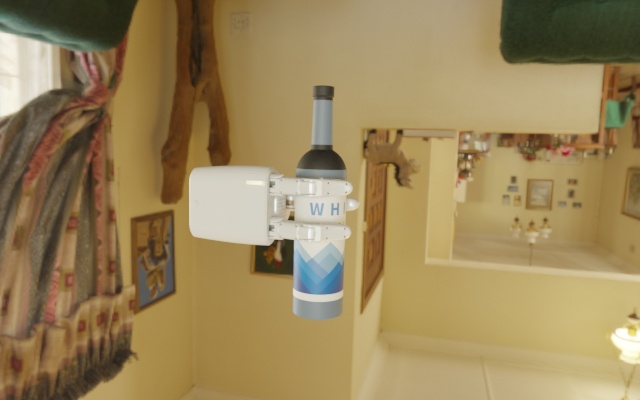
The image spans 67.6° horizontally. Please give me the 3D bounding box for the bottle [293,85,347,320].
[{"bbox_3d":[0.000,0.002,0.621,0.069,0.296,0.069,2,6,0],"label":"bottle"}]
